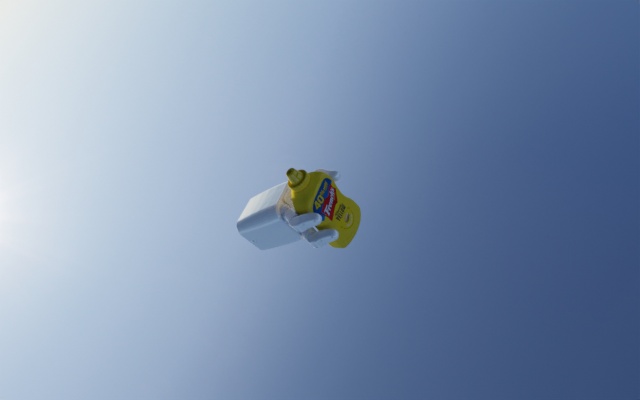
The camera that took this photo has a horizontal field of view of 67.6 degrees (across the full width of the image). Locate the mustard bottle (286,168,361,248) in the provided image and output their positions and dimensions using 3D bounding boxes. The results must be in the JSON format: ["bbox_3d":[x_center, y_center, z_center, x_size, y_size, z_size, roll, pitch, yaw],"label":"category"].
[{"bbox_3d":[0.001,0.003,0.874,0.058,0.096,0.192,1,-32,42],"label":"mustard bottle"}]
